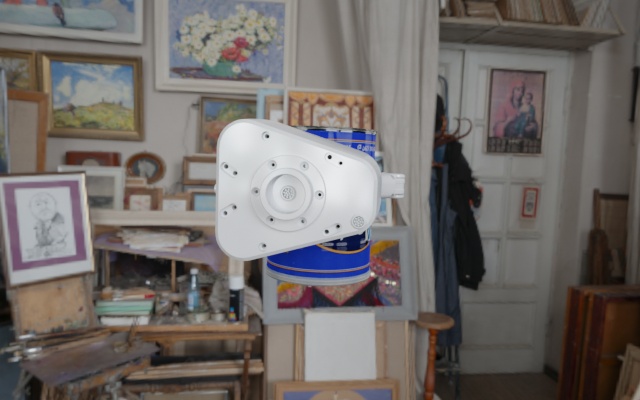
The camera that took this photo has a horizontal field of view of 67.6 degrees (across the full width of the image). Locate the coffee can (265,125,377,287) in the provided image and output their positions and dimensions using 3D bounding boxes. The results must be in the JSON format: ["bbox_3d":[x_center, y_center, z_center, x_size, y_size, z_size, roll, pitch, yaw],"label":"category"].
[{"bbox_3d":[0.000,0.002,0.463,0.103,0.140,0.103,2,5,0],"label":"coffee can"}]
